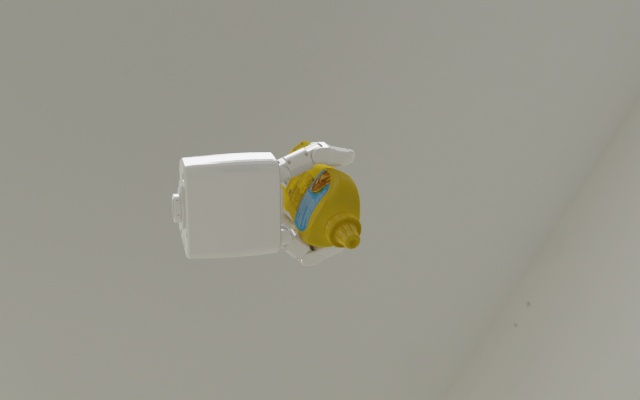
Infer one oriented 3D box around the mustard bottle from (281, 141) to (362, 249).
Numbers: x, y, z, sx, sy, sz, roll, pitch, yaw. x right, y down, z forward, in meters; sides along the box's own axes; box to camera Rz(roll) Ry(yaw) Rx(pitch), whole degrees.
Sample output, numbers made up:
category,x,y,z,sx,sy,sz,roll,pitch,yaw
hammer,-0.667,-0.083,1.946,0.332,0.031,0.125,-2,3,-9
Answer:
category,x,y,z,sx,sy,sz,roll,pitch,yaw
mustard bottle,0.000,0.002,0.592,0.058,0.096,0.191,22,16,-32
